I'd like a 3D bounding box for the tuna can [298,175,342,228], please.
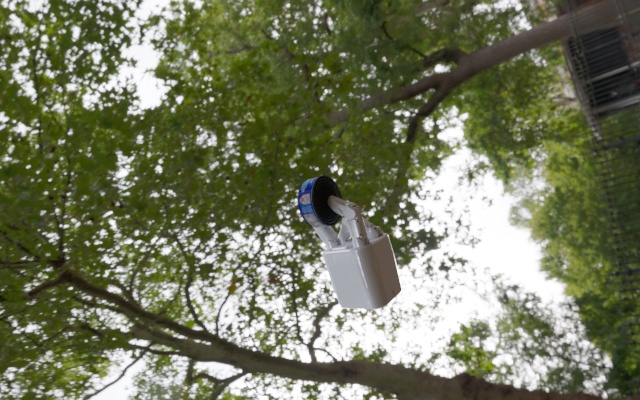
[{"bbox_3d":[0.000,0.003,0.806,0.034,0.086,0.086,-11,-7,36],"label":"tuna can"}]
